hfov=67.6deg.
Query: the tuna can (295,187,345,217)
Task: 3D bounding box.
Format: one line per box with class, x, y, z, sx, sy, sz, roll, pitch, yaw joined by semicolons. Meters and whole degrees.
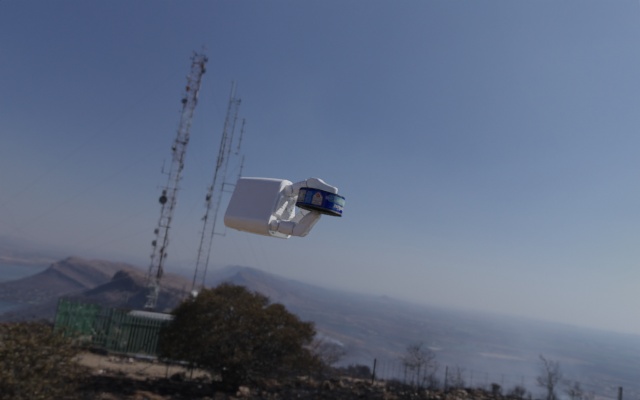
tuna can;0.000;0.002;0.848;0.086;0.033;0.086;13;-7;2
